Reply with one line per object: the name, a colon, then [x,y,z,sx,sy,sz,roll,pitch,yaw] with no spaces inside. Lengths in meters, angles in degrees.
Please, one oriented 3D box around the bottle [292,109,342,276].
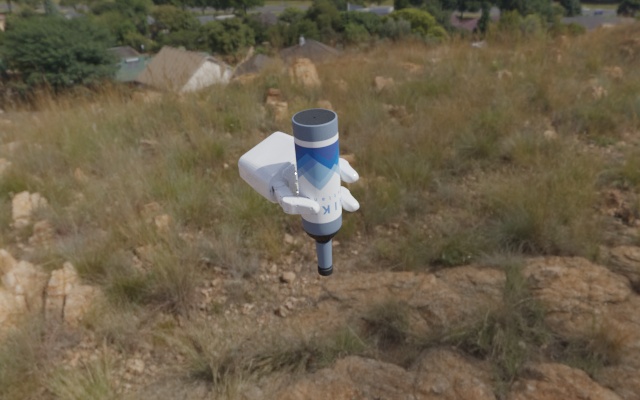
bottle: [0.000,0.002,0.773,0.069,0.296,0.069,-3,32,2]
